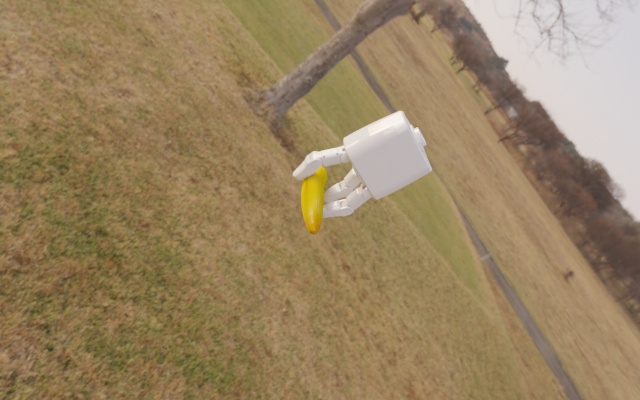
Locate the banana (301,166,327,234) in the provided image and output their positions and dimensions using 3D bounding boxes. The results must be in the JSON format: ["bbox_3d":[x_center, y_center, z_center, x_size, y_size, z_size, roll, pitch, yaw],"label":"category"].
[{"bbox_3d":[-0.006,-0.015,0.813,0.037,0.070,0.197,-18,20,14],"label":"banana"}]
